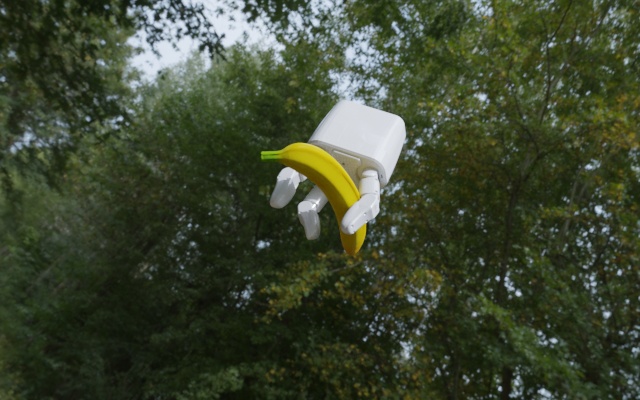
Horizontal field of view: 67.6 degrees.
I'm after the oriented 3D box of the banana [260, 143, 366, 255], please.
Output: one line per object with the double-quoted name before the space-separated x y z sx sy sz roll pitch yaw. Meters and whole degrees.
"banana" 0.013 -0.006 0.592 0.069 0.037 0.198 -22 -56 30
